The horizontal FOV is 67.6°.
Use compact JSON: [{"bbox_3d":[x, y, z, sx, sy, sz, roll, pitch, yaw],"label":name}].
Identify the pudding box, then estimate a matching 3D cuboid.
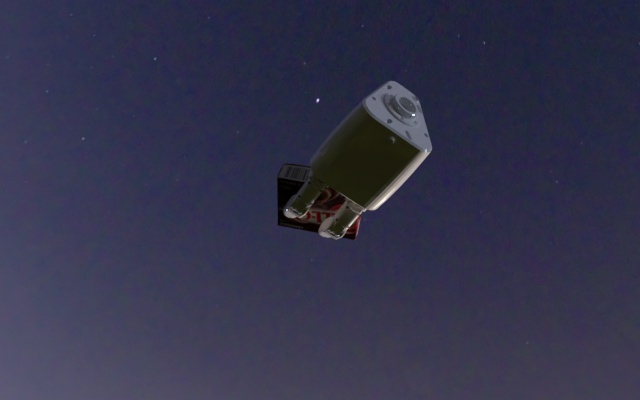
[{"bbox_3d":[0.000,0.002,0.635,0.113,0.090,0.039,12,43,8],"label":"pudding box"}]
